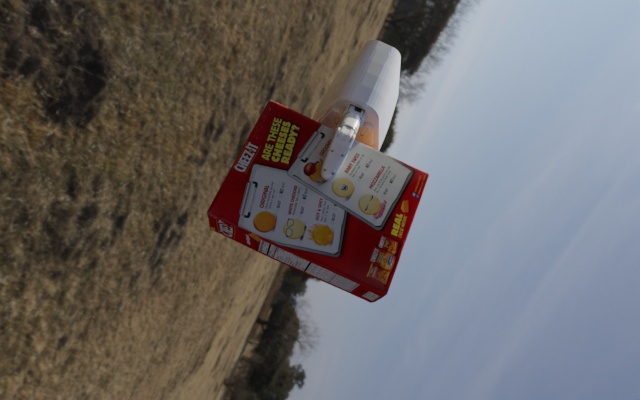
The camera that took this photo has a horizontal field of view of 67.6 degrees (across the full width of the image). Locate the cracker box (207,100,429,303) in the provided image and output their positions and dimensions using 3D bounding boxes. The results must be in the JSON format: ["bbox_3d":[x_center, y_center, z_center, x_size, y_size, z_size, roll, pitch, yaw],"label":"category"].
[{"bbox_3d":[0.000,0.002,0.567,0.214,0.164,0.072,24,-25,0],"label":"cracker box"}]
